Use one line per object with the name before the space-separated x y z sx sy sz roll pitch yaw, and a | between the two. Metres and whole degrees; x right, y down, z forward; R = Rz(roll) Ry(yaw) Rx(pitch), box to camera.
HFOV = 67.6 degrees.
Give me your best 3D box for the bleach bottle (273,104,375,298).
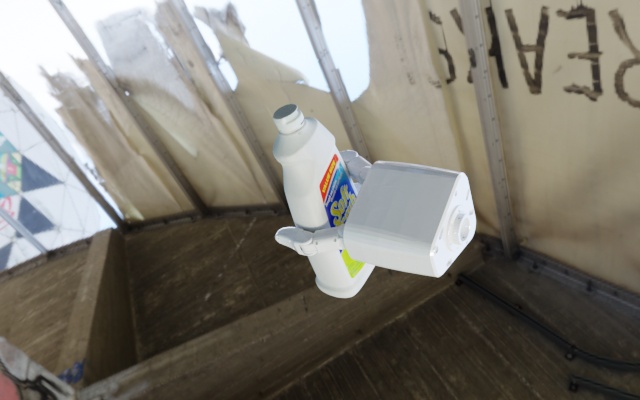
bleach bottle | 0.000 0.002 0.579 0.068 0.251 0.102 10 49 38
